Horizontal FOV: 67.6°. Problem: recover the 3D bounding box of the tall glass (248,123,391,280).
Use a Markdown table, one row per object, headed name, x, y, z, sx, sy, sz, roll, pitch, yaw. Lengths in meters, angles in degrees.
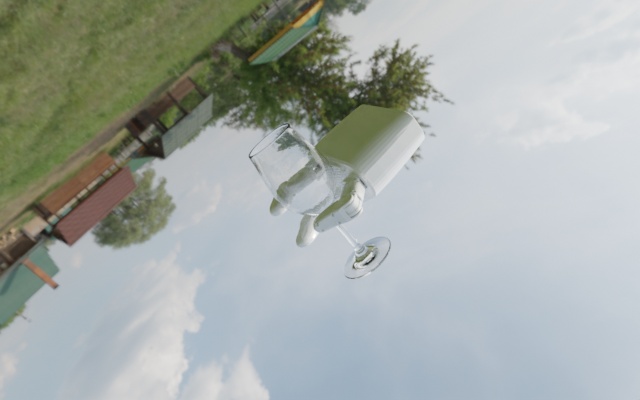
| name | x | y | z | sx | sy | sz | roll | pitch | yaw |
| --- | --- | --- | --- | --- | --- | --- | --- | --- | --- |
| tall glass | 0.000 | 0.003 | 0.585 | 0.079 | 0.201 | 0.079 | -35 | 20 | 15 |
